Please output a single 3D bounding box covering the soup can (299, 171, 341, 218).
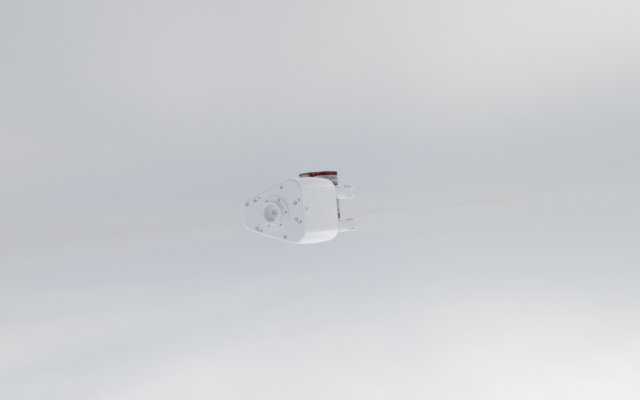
[{"bbox_3d":[0.000,0.003,0.830,0.068,0.102,0.068,-5,-2,0],"label":"soup can"}]
